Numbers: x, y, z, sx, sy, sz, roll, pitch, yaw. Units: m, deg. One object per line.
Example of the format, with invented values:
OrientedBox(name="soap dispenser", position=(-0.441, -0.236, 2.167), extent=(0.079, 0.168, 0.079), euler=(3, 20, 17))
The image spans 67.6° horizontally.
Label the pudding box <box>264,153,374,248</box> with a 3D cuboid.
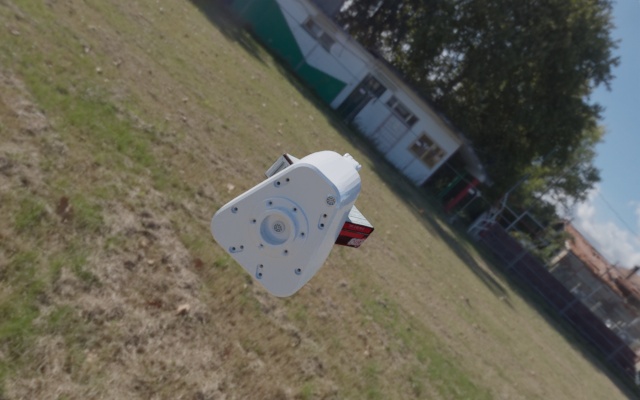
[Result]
OrientedBox(name="pudding box", position=(0.000, 0.002, 0.551), extent=(0.113, 0.039, 0.090), euler=(53, 18, 29))
